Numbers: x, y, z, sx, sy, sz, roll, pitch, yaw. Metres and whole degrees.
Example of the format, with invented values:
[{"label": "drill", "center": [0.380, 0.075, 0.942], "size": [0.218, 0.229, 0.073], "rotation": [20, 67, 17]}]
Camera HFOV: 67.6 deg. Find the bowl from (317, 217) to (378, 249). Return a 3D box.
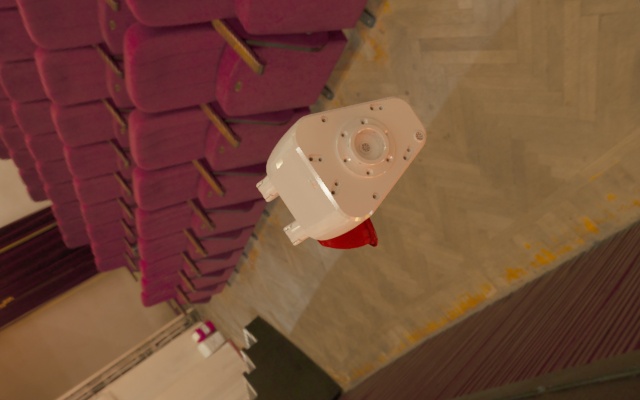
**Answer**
[{"label": "bowl", "center": [0.000, 0.002, 0.572], "size": [0.055, 0.162, 0.162], "rotation": [-34, 4, -7]}]
